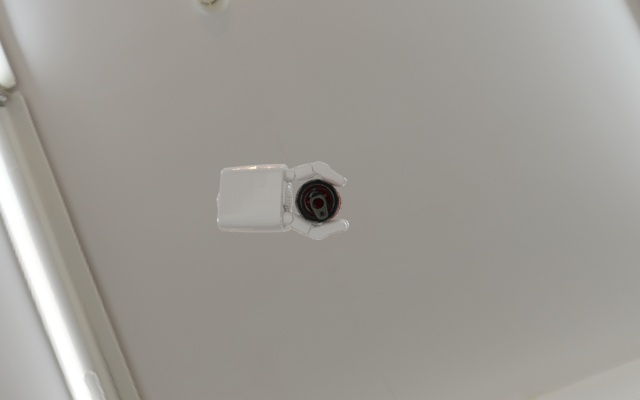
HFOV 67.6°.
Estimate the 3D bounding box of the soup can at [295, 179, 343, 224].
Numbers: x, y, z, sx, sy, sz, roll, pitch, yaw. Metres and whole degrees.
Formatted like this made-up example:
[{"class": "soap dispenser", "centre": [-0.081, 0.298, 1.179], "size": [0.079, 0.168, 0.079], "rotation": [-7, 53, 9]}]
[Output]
[{"class": "soup can", "centre": [0.001, 0.002, 0.776], "size": [0.068, 0.068, 0.102], "rotation": [0, -2, 6]}]
